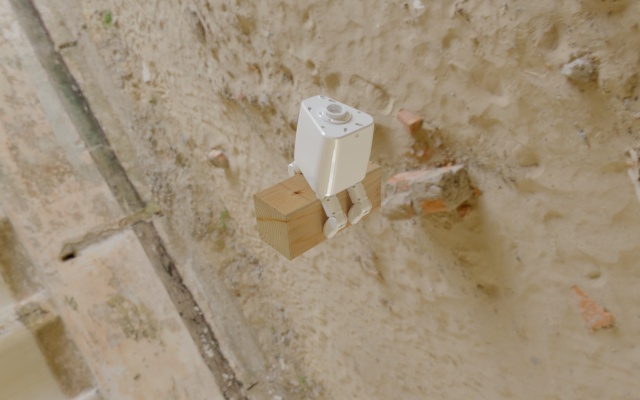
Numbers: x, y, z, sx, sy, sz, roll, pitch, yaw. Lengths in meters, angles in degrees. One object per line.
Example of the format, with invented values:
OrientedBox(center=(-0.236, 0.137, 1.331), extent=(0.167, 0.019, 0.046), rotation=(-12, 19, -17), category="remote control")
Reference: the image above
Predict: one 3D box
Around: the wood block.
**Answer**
OrientedBox(center=(0.000, 0.002, 0.806), extent=(0.206, 0.090, 0.090), rotation=(-27, 39, -32), category="wood block")
